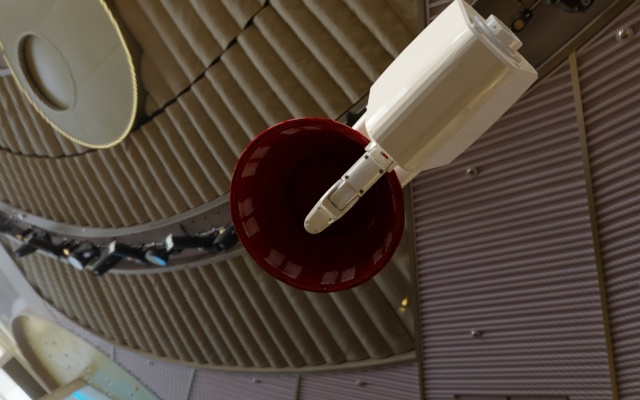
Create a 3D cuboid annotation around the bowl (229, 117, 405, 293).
[{"bbox_3d":[-0.001,0.002,0.446,0.162,0.162,0.055,0,15,16],"label":"bowl"}]
